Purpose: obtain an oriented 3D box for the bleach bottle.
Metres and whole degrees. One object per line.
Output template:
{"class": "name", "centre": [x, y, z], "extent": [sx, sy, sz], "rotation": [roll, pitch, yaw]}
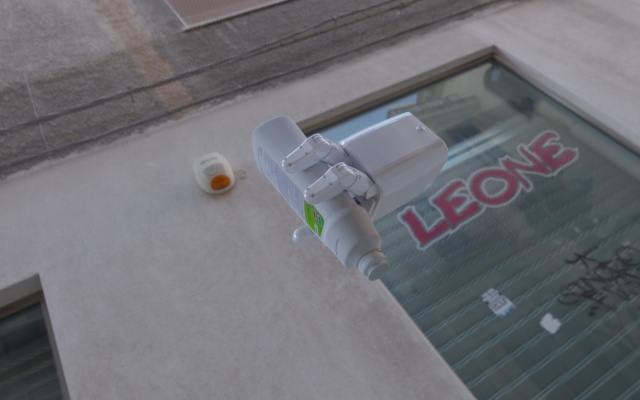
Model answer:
{"class": "bleach bottle", "centre": [0.000, 0.002, 0.591], "extent": [0.068, 0.250, 0.103], "rotation": [-28, -36, -15]}
